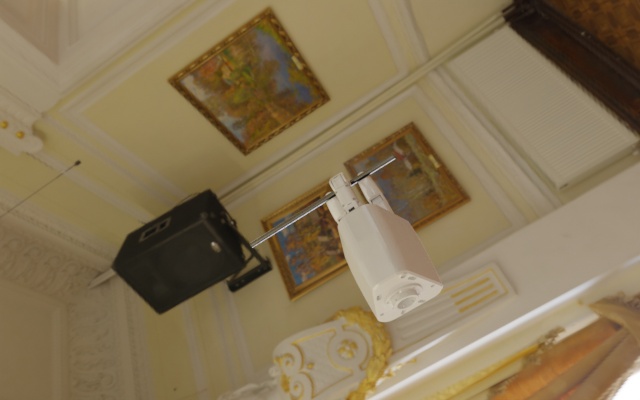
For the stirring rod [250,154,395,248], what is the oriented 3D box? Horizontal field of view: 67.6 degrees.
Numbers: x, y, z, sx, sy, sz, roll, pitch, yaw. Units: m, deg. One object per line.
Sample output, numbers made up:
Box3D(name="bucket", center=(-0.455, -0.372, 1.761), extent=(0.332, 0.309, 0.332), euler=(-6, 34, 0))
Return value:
Box3D(name="stirring rod", center=(0.000, 0.002, 0.676), extent=(0.239, 0.011, 0.011), euler=(-32, -6, 9))
